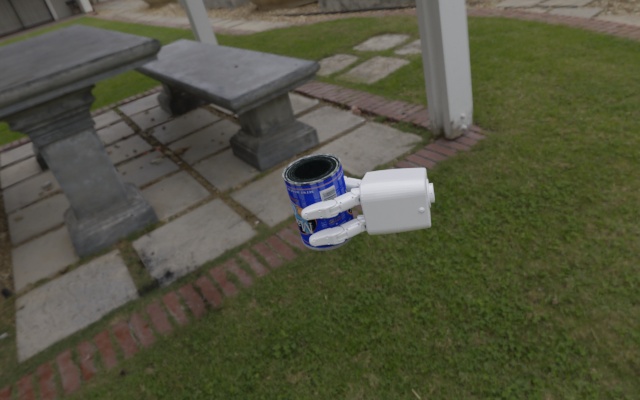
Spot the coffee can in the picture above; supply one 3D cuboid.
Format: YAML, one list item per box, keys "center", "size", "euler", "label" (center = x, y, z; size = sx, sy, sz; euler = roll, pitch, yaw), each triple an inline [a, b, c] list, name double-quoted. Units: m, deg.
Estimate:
- center: [0.000, 0.003, 0.841]
  size: [0.103, 0.140, 0.102]
  euler: [-11, 31, 7]
  label: "coffee can"
